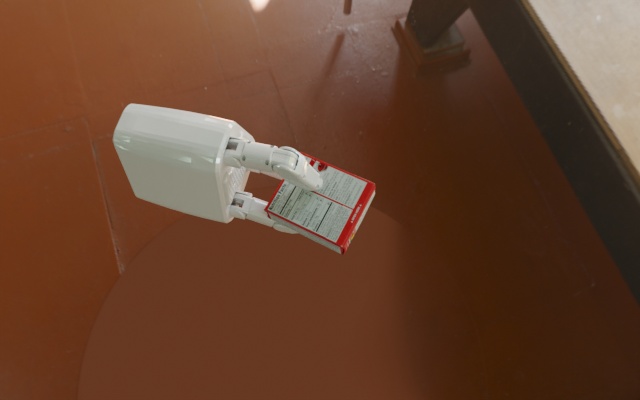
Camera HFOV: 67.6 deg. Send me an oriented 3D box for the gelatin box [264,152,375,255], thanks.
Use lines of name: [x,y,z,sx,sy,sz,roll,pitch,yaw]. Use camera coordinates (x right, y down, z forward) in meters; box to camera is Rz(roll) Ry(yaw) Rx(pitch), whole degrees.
gelatin box: [0.000,0.002,0.477,0.089,0.073,0.030,24,-18,15]
